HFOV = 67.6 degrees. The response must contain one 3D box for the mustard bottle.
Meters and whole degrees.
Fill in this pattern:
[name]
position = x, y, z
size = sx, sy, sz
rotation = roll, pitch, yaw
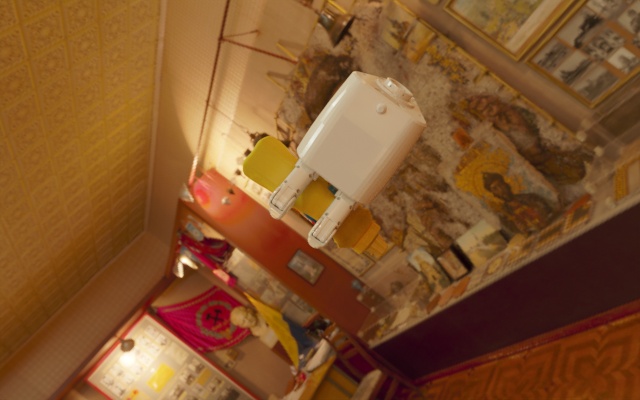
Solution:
[mustard bottle]
position = 0.000, 0.002, 0.569
size = 0.191, 0.058, 0.096
rotation = 37, 0, 2
